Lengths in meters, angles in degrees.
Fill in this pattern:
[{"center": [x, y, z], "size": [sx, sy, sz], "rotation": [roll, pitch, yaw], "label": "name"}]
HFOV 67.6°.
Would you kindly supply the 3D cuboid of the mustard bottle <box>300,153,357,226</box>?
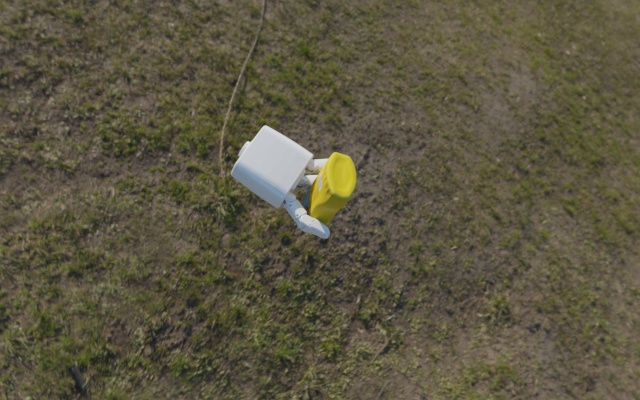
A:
[{"center": [0.001, 0.003, 0.878], "size": [0.058, 0.096, 0.192], "rotation": [14, -35, -18], "label": "mustard bottle"}]
